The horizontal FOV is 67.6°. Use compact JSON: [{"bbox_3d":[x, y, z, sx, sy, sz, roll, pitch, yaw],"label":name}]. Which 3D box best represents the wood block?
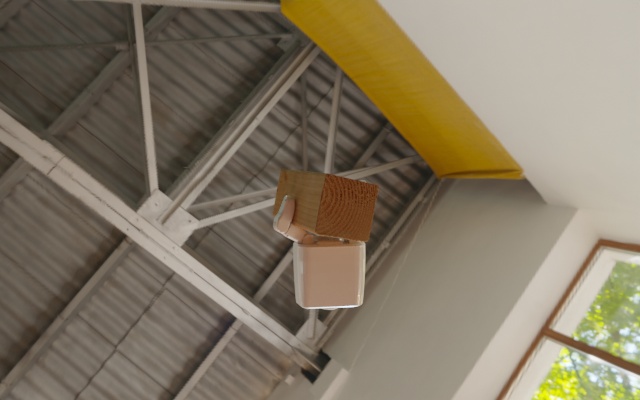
[{"bbox_3d":[0.000,0.003,0.786,0.091,0.090,0.206,11,1,-24],"label":"wood block"}]
